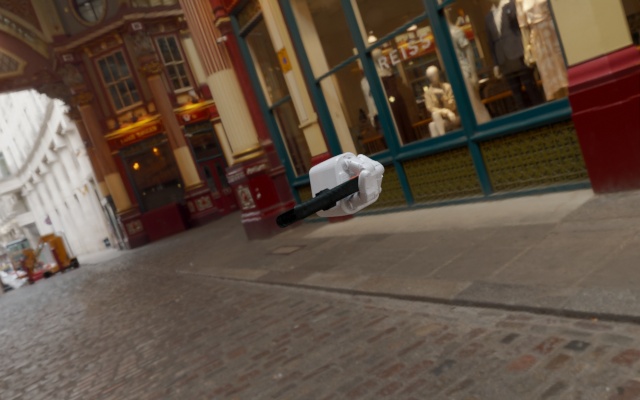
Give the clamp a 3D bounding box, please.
[{"bbox_3d":[0.000,0.002,0.850,0.171,0.039,0.120,-23,4,-32],"label":"clamp"}]
